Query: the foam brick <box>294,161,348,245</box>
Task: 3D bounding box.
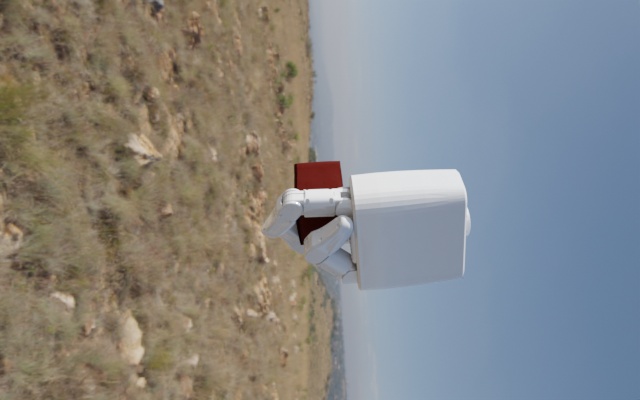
[{"bbox_3d":[0.000,0.001,0.511,0.051,0.053,0.078,-6,43,2],"label":"foam brick"}]
